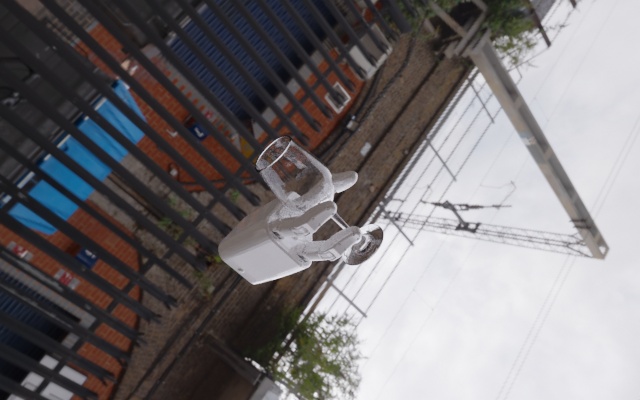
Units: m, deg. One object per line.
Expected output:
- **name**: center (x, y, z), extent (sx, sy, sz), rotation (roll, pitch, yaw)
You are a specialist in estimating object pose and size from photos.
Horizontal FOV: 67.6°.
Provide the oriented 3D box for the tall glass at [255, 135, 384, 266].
- **tall glass**: center (0.001, 0.002, 0.655), extent (0.201, 0.079, 0.079), rotation (46, -26, -28)
